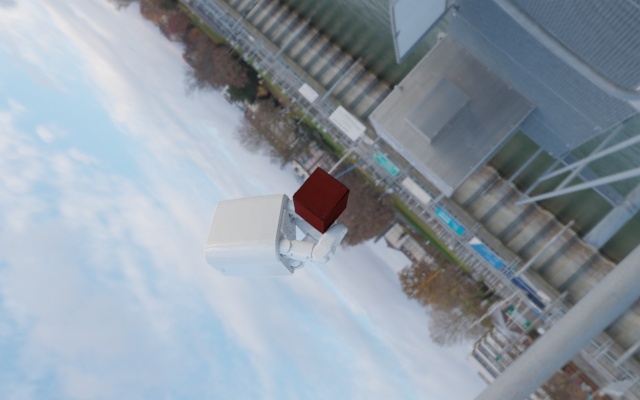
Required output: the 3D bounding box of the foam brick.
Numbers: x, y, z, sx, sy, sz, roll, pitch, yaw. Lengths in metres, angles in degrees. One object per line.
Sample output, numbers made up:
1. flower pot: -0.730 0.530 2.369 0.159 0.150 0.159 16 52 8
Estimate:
1. foam brick: 0.000 0.002 0.613 0.051 0.053 0.078 39 -14 10
